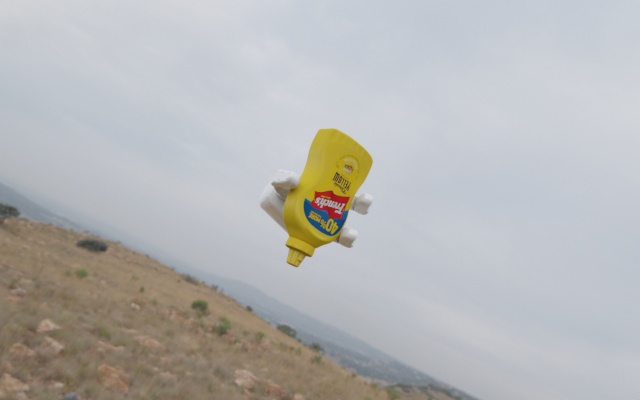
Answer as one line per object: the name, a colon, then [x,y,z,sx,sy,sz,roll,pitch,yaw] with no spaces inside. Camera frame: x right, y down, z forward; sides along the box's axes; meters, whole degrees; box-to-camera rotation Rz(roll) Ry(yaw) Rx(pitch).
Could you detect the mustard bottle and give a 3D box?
mustard bottle: [0.000,0.002,0.664,0.096,0.191,0.058,35,-16,-37]
